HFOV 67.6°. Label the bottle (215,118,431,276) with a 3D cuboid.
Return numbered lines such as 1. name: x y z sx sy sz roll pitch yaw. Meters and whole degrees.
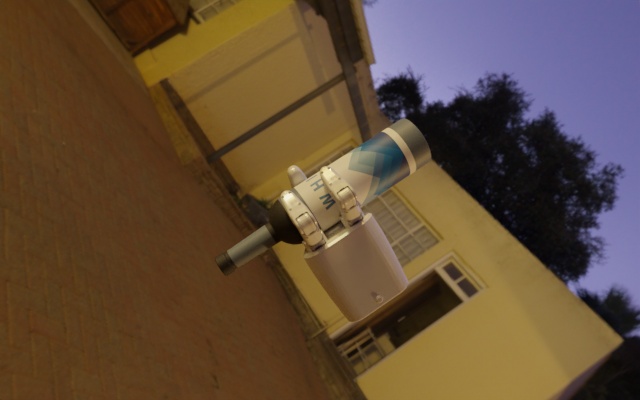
1. bottle: 0.000 0.002 0.601 0.295 0.069 0.069 -33 4 -6
